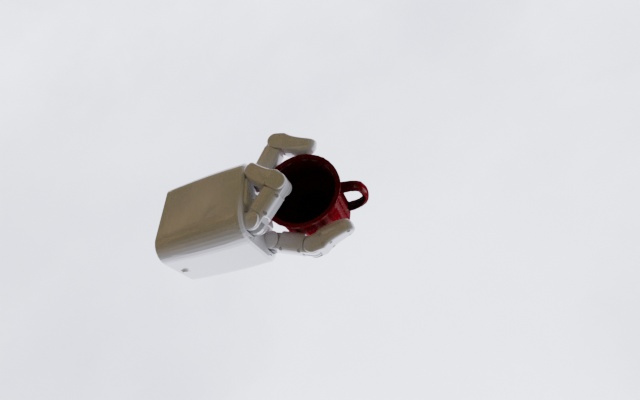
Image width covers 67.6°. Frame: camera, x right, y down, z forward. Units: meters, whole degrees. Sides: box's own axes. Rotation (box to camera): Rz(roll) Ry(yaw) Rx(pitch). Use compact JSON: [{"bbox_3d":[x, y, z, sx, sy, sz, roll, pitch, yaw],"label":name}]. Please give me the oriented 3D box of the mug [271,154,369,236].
[{"bbox_3d":[0.002,0.002,0.567,0.117,0.093,0.081,-14,-29,11],"label":"mug"}]
